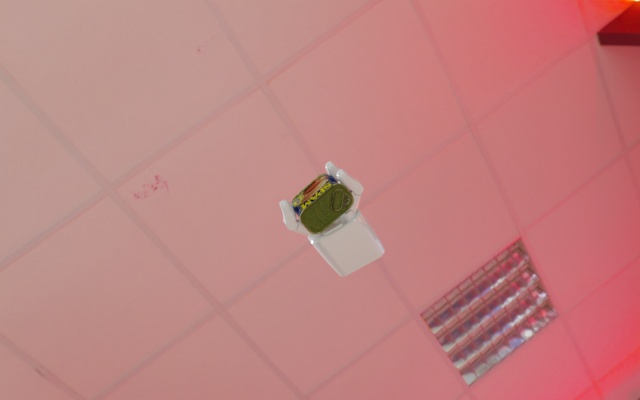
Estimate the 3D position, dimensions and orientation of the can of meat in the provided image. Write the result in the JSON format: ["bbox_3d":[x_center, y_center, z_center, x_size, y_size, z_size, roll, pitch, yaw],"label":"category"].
[{"bbox_3d":[0.000,0.003,0.880,0.102,0.057,0.084,-41,25,-1],"label":"can of meat"}]
